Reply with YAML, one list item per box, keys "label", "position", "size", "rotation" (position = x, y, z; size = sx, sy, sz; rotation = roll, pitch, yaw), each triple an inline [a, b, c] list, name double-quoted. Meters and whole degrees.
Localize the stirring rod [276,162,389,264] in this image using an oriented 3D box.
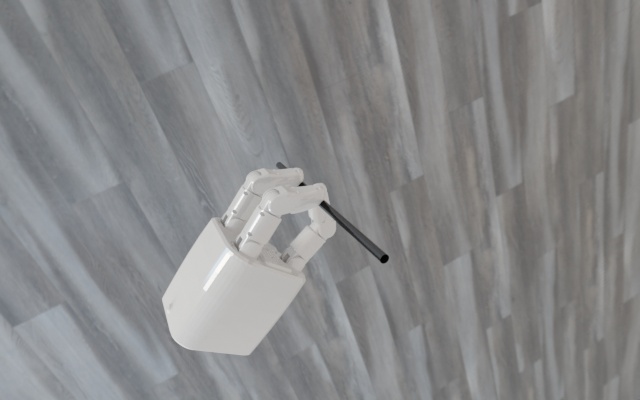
- label: "stirring rod"
  position: [0.000, 0.002, 0.468]
  size: [0.011, 0.011, 0.239]
  rotation: [0, 21, -26]
